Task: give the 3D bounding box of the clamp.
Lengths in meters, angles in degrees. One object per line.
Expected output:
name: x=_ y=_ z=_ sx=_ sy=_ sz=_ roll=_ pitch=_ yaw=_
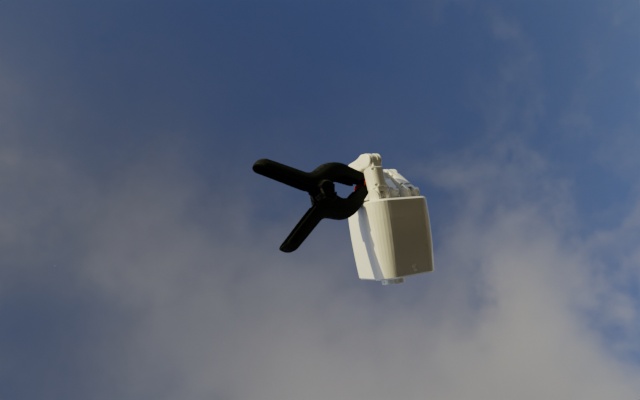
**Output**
clamp: x=0.000 y=0.002 z=0.620 sx=0.171 sy=0.120 sz=0.039 roll=-4 pitch=-9 yaw=-29
